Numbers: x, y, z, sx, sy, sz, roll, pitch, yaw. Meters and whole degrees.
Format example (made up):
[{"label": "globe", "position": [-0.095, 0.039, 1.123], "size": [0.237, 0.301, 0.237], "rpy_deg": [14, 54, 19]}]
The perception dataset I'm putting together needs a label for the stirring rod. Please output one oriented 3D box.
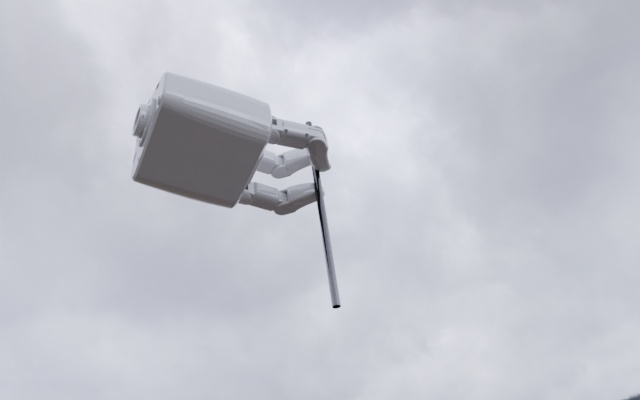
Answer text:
[{"label": "stirring rod", "position": [0.000, 0.002, 0.505], "size": [0.011, 0.239, 0.011], "rpy_deg": [-6, -37, -4]}]
